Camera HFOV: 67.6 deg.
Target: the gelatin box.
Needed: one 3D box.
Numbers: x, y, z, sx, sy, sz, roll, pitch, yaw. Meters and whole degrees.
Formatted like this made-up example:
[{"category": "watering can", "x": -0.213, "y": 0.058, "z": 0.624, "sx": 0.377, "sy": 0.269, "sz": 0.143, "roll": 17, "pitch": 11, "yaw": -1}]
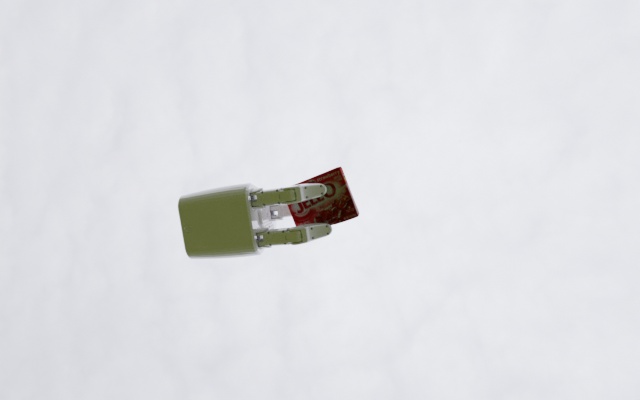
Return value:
[{"category": "gelatin box", "x": 0.000, "y": 0.002, "z": 0.661, "sx": 0.089, "sy": 0.073, "sz": 0.030, "roll": -21, "pitch": 3, "yaw": 9}]
